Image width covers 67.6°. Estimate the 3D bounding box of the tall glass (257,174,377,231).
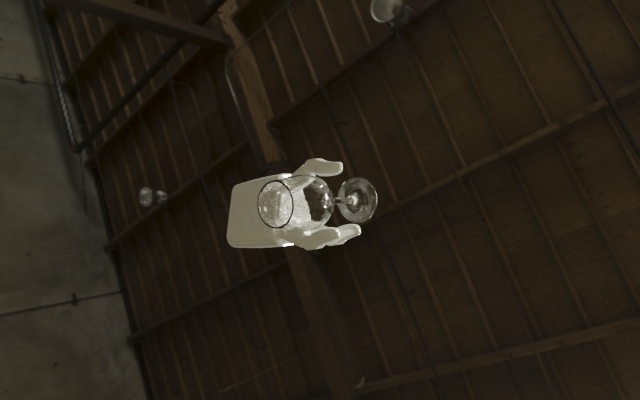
[{"bbox_3d":[0.001,0.002,0.687,0.079,0.079,0.201,0,2,36],"label":"tall glass"}]
